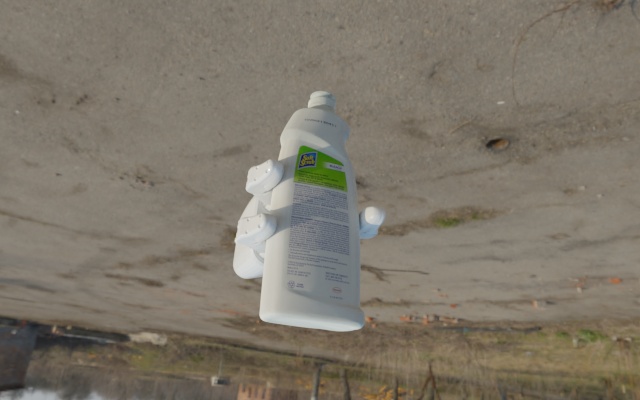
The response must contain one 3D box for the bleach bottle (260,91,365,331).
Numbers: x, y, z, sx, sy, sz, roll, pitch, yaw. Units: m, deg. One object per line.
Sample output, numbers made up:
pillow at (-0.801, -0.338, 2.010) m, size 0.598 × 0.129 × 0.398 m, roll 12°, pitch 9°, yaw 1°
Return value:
bleach bottle at (0.000, 0.002, 0.499) m, size 0.102 × 0.250 × 0.068 m, roll 12°, pitch -22°, yaw -18°
